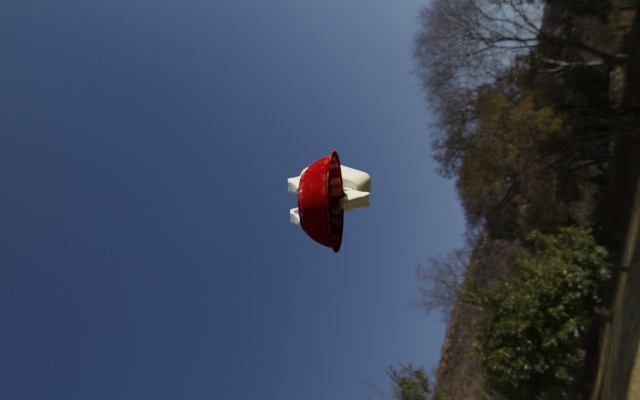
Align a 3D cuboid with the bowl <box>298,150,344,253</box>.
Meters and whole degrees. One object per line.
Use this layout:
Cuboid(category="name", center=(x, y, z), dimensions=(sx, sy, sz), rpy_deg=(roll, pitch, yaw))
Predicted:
Cuboid(category="bowl", center=(-0.001, 0.002, 0.757), dimensions=(0.055, 0.162, 0.162), rpy_deg=(-1, 0, 10))
